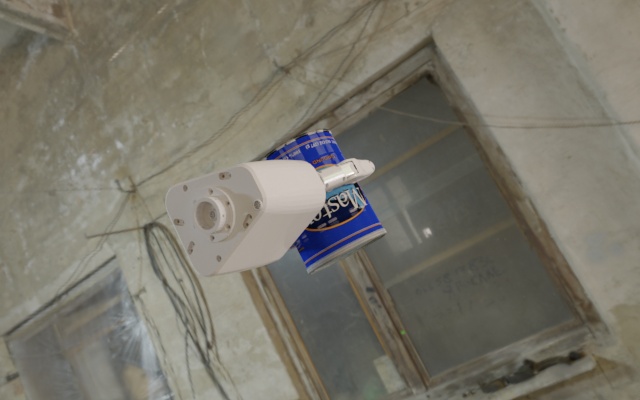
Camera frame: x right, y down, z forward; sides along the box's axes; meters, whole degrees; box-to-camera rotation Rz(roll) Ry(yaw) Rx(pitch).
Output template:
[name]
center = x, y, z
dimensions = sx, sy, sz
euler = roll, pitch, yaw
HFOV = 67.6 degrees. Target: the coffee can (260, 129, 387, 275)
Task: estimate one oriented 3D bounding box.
[coffee can]
center = 0.000, 0.002, 0.566
dimensions = 0.103, 0.140, 0.103
euler = -27, -10, -5
